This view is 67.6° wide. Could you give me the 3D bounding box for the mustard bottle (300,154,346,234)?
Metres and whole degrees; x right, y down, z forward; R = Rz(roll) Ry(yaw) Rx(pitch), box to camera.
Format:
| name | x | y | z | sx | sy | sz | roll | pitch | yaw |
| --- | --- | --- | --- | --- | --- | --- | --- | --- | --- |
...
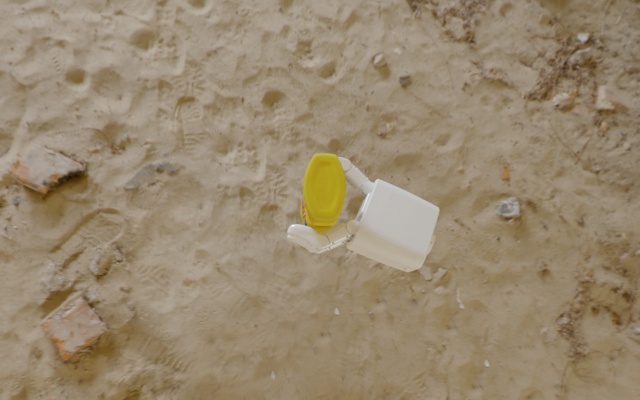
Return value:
| name | x | y | z | sx | sy | sz | roll | pitch | yaw |
| --- | --- | --- | --- | --- | --- | --- | --- | --- | --- |
| mustard bottle | 0.000 | 0.002 | 0.721 | 0.058 | 0.096 | 0.192 | 0 | -13 | -4 |
